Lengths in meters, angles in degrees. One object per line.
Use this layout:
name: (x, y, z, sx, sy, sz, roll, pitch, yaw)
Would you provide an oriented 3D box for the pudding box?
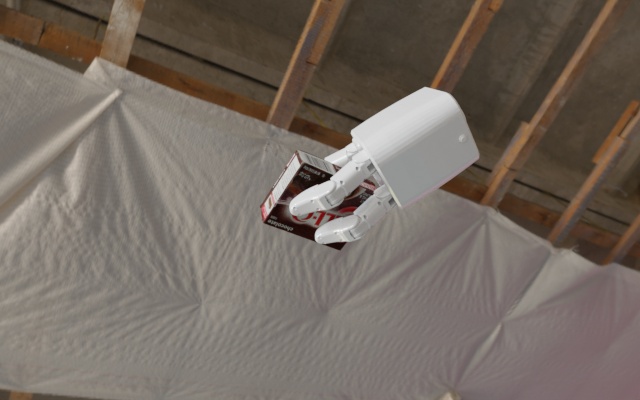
pudding box: (0.000, 0.002, 0.554, 0.113, 0.090, 0.039, 23, 26, -26)
